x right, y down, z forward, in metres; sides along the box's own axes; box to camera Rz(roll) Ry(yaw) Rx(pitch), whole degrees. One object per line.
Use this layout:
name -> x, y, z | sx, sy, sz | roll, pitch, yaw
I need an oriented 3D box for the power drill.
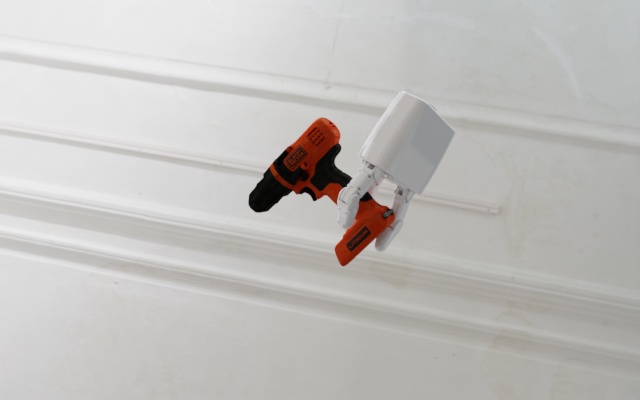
power drill -> 0.001, 0.002, 0.698 | 0.184, 0.187, 0.057 | -45, -8, 23
